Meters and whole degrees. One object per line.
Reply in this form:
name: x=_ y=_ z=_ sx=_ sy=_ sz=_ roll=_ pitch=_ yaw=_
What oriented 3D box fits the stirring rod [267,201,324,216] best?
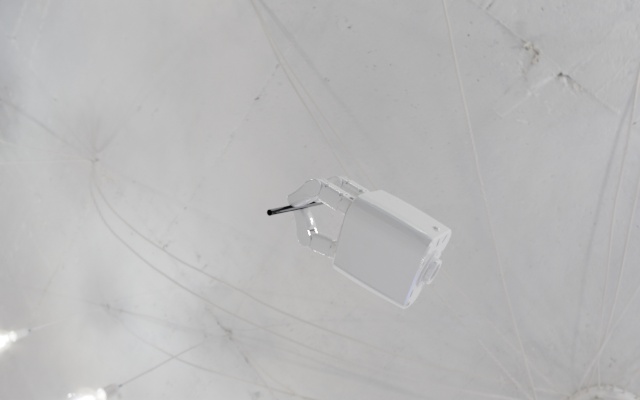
stirring rod: x=0.000 y=0.002 z=0.674 sx=0.011 sy=0.011 sz=0.239 roll=0 pitch=6 yaw=31
